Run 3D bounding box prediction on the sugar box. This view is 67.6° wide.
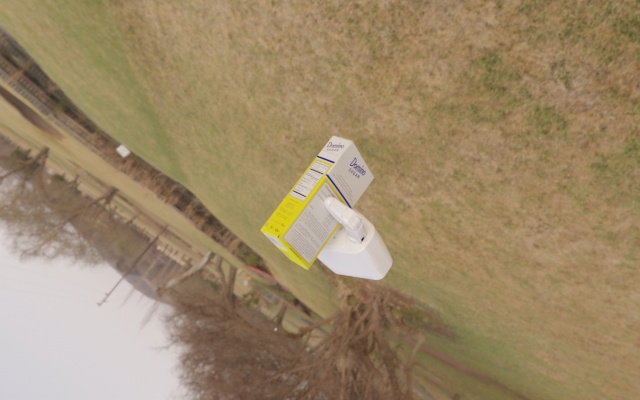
[{"bbox_3d":[0.000,0.002,0.691,0.048,0.176,0.093,22,-21,39],"label":"sugar box"}]
